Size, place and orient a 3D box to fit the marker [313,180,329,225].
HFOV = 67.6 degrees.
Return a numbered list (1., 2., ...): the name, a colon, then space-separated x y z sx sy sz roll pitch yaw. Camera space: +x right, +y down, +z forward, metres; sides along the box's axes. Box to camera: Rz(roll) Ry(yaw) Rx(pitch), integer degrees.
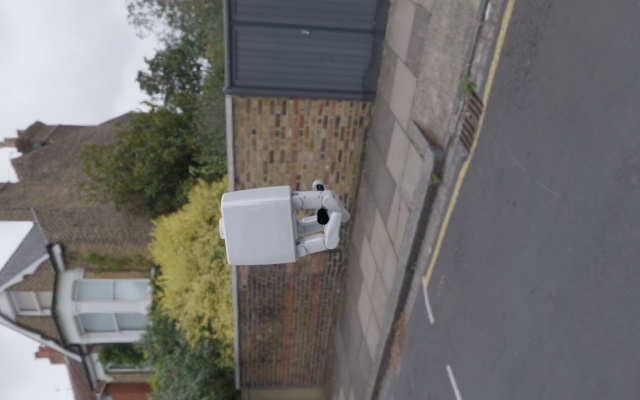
1. marker: 0.000 0.002 0.761 0.020 0.020 0.121 0 29 -5
